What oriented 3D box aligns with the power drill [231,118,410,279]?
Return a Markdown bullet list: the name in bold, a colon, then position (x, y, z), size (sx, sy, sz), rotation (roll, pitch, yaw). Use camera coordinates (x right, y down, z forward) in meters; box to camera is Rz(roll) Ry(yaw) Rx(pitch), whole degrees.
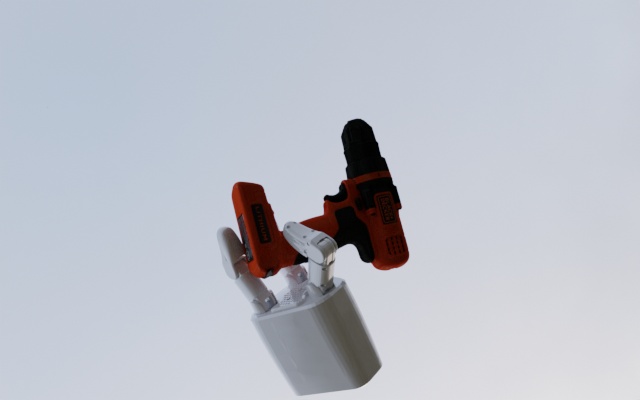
- **power drill**: position (0.000, 0.002, 0.538), size (0.187, 0.184, 0.057), rotation (-11, -12, -19)
